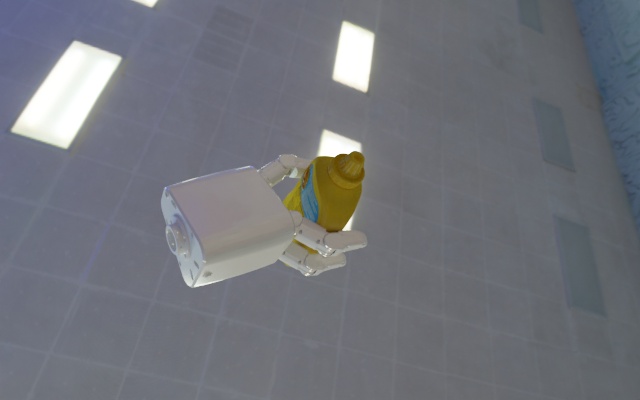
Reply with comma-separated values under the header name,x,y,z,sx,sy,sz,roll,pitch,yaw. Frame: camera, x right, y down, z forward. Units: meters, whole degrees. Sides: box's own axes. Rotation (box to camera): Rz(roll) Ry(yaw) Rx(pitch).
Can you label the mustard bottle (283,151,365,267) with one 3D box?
name,x,y,z,sx,sy,sz,roll,pitch,yaw
mustard bottle,0.000,0.002,0.576,0.058,0.096,0.192,8,-34,-23
